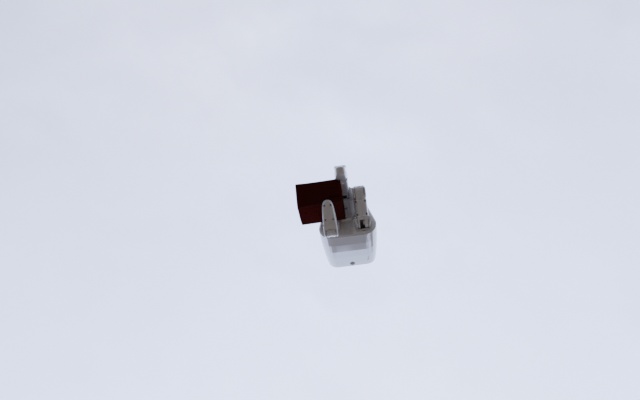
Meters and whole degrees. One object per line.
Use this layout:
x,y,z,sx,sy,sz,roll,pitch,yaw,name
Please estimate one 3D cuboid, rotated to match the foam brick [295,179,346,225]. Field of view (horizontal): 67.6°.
0.000,0.003,0.810,0.078,0.053,0.051,-7,-39,3,foam brick
